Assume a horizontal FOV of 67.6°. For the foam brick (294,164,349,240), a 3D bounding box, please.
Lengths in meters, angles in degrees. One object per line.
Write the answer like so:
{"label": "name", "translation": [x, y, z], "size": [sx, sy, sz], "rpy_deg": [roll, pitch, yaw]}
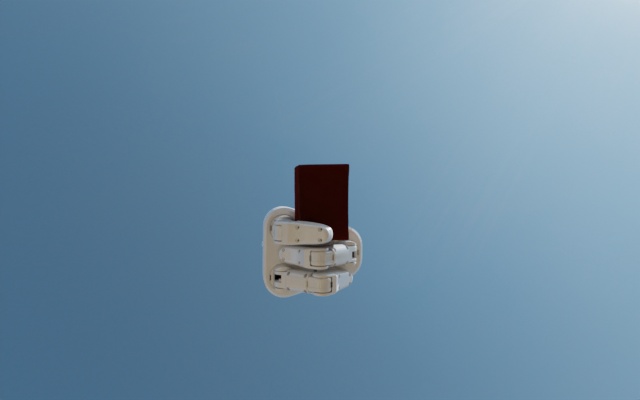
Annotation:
{"label": "foam brick", "translation": [0.000, 0.001, 0.497], "size": [0.053, 0.078, 0.051], "rpy_deg": [1, 1, -7]}
